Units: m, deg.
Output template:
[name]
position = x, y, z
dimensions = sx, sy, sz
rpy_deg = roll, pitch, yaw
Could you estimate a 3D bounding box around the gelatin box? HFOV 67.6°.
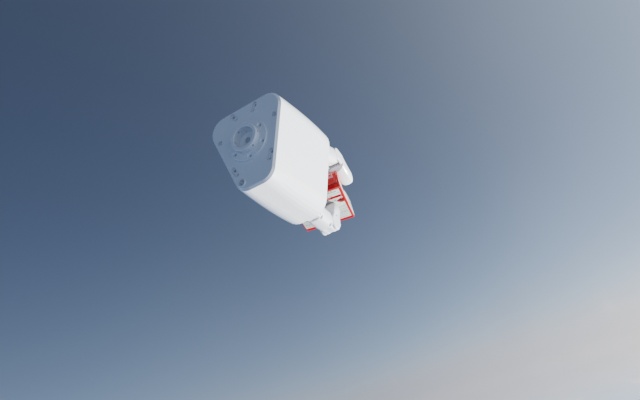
[gelatin box]
position = 0.000, 0.003, 0.657
dimensions = 0.073, 0.030, 0.089
rpy_deg = -18, -33, 8
